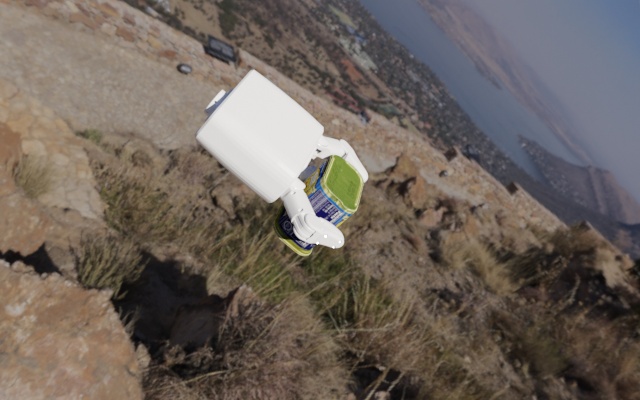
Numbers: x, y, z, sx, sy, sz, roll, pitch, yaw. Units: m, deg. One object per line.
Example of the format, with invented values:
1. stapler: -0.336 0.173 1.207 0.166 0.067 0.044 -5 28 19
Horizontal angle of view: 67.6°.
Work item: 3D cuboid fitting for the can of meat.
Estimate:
1. can of meat: 0.000 0.002 0.553 0.084 0.057 0.102 -42 14 27
